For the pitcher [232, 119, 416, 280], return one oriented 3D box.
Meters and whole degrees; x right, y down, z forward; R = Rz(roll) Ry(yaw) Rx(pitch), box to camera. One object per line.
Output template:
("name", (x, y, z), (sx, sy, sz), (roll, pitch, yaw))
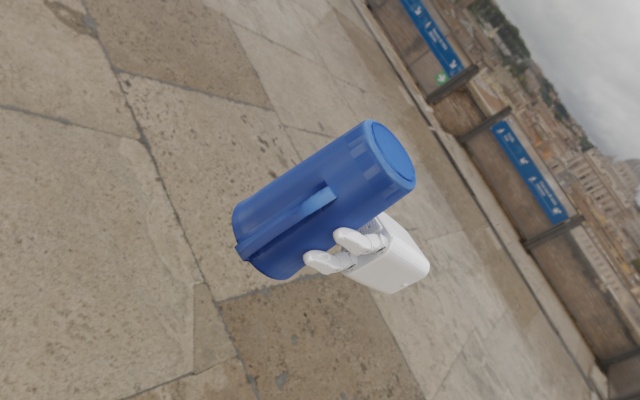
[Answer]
("pitcher", (0.000, 0.002, 0.643), (0.243, 0.149, 0.145), (-35, -49, 27))
